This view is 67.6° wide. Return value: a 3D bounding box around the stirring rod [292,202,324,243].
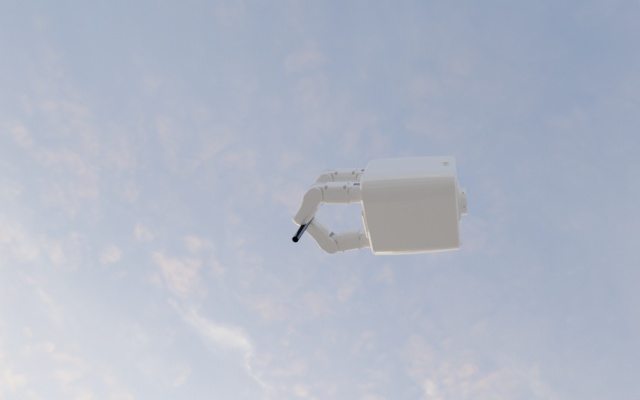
[{"bbox_3d":[0.000,0.002,0.657,0.011,0.011,0.239,0,21,15],"label":"stirring rod"}]
